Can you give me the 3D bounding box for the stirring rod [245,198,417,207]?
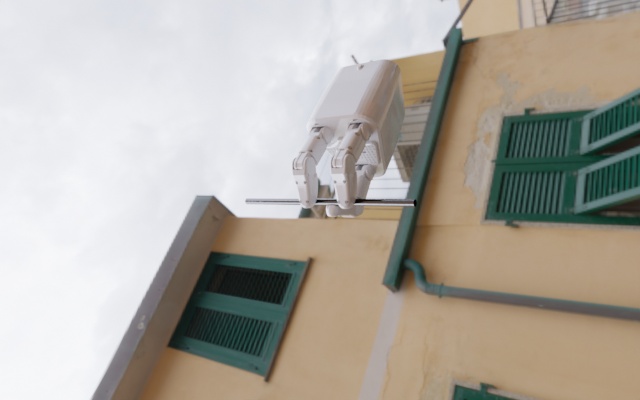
[{"bbox_3d":[0.000,0.002,0.561,0.239,0.011,0.011,0,0,36],"label":"stirring rod"}]
